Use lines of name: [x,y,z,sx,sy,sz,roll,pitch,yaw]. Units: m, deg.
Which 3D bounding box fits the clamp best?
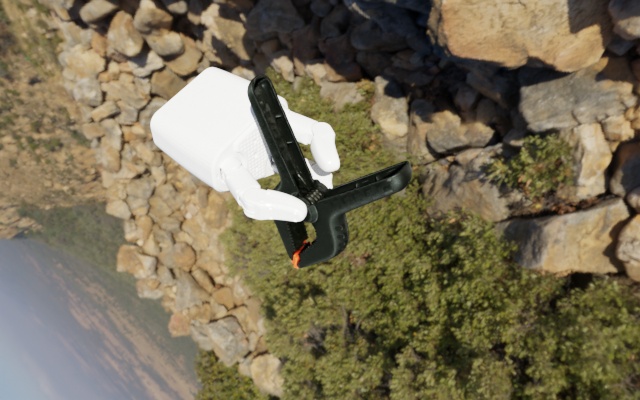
clamp: [-0.001,0.002,0.453,0.164,0.210,0.036,31,51,25]
